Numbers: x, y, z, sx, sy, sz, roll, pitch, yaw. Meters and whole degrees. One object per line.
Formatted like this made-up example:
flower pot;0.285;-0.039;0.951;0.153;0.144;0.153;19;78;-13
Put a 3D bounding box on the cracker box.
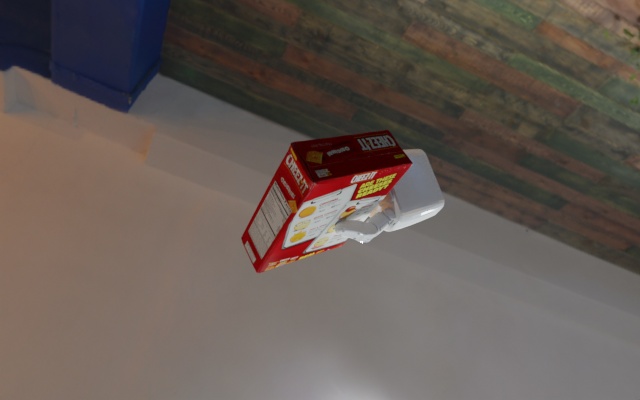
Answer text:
cracker box;0.000;0.002;0.658;0.164;0.072;0.214;-13;-28;-36
